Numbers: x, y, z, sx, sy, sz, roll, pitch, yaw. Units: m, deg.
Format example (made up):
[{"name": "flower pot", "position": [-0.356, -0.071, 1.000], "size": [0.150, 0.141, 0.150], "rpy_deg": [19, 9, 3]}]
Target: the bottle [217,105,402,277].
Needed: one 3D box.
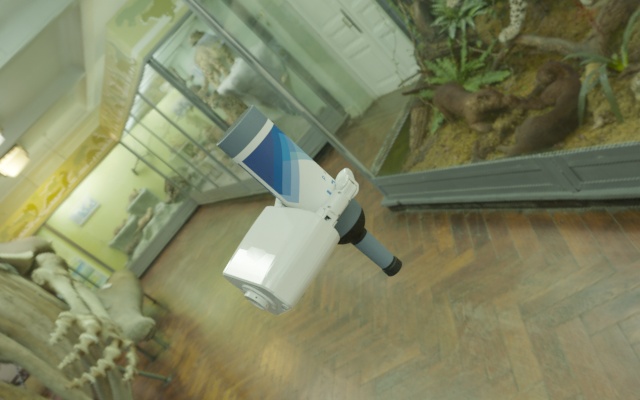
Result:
[{"name": "bottle", "position": [0.000, 0.002, 0.623], "size": [0.296, 0.069, 0.069], "rpy_deg": [42, -16, -18]}]
